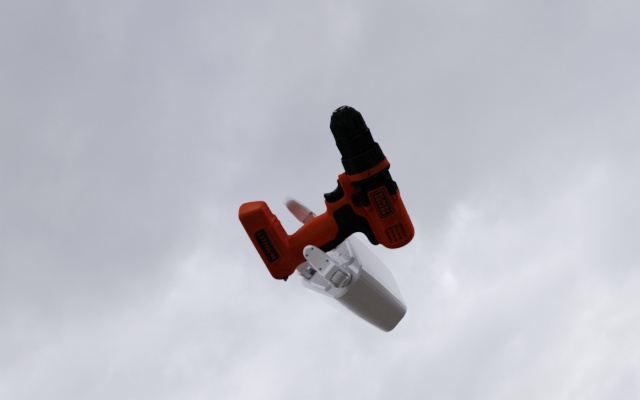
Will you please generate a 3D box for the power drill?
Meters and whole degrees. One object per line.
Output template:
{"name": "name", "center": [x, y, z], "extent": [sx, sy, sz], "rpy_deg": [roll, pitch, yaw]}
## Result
{"name": "power drill", "center": [0.000, 0.002, 0.574], "extent": [0.187, 0.184, 0.057], "rpy_deg": [-24, 14, 10]}
